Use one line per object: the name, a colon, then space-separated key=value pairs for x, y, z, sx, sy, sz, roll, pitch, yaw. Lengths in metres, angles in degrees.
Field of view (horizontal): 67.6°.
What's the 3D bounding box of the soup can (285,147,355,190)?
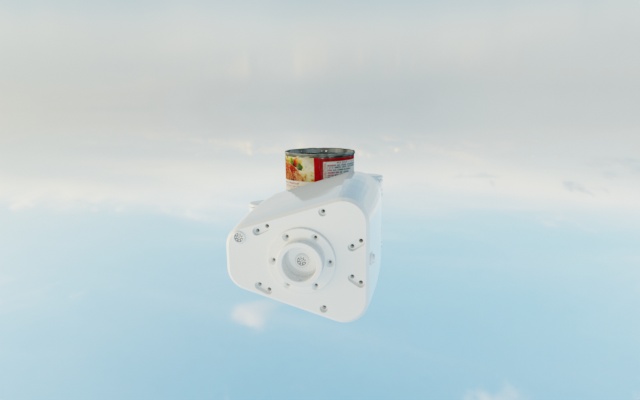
soup can: x=0.000 y=0.002 z=0.470 sx=0.068 sy=0.102 sz=0.068 roll=-1 pitch=11 yaw=0
